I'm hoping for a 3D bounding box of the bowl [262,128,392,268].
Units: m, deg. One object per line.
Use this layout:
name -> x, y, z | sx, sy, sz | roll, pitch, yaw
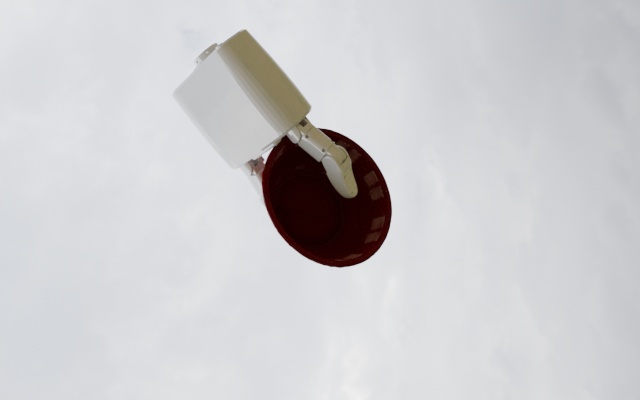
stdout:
bowl -> 0.001, 0.003, 0.539 | 0.162, 0.162, 0.055 | 0, -20, -30
